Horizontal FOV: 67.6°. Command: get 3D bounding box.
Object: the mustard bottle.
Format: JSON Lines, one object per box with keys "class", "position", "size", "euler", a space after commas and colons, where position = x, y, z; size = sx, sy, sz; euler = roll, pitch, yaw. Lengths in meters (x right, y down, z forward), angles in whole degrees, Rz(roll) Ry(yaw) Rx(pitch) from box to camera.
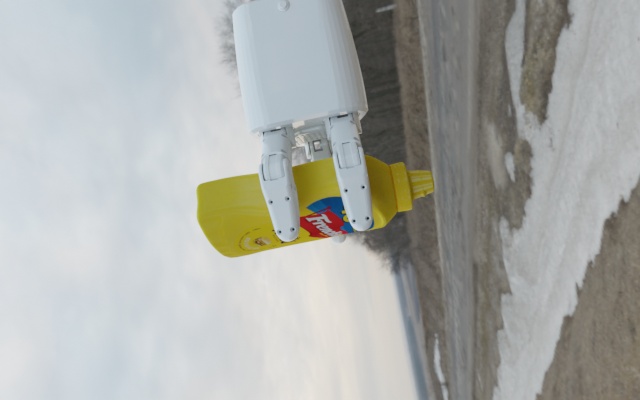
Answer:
{"class": "mustard bottle", "position": [0.000, 0.002, 0.409], "size": [0.191, 0.058, 0.096], "euler": [-11, -29, 6]}
